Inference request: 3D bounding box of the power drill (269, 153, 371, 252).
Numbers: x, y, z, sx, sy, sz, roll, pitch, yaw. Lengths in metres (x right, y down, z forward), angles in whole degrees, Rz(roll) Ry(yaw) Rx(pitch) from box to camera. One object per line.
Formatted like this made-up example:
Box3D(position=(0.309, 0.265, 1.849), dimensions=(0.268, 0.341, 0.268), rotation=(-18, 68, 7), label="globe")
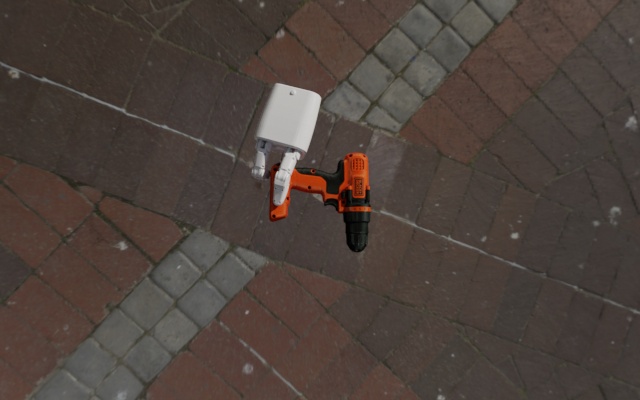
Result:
Box3D(position=(0.000, 0.003, 0.877), dimensions=(0.187, 0.184, 0.057), rotation=(1, -7, -9), label="power drill")
